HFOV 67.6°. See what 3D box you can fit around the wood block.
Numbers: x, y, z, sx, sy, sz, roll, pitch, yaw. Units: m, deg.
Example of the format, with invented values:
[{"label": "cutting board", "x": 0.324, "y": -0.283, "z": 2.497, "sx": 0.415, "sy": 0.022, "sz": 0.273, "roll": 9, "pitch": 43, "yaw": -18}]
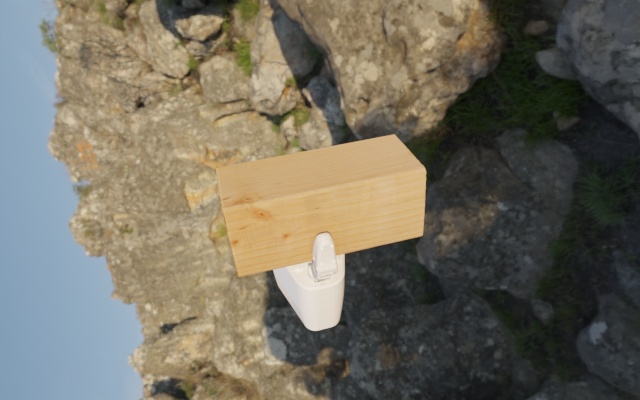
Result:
[{"label": "wood block", "x": 0.000, "y": 0.002, "z": 0.521, "sx": 0.206, "sy": 0.090, "sz": 0.090, "roll": -12, "pitch": 35, "yaw": -9}]
